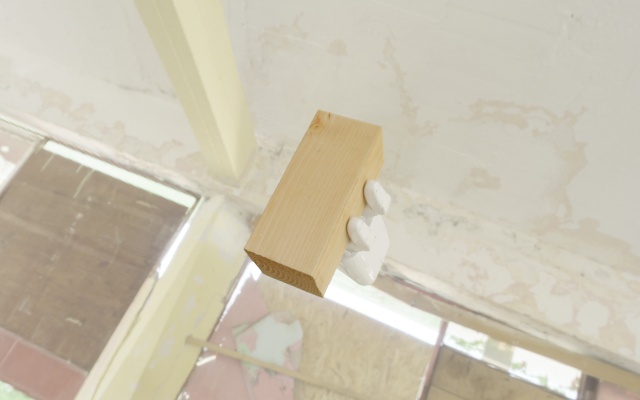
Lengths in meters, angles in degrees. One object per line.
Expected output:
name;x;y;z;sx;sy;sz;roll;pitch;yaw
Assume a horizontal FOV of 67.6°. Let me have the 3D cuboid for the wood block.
wood block;0.000;0.002;0.598;0.091;0.206;0.090;18;-23;18
